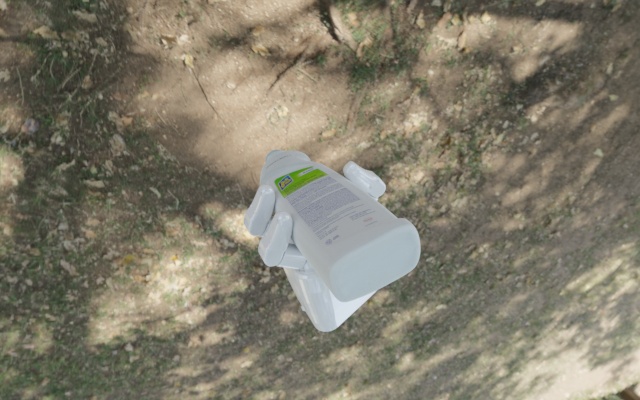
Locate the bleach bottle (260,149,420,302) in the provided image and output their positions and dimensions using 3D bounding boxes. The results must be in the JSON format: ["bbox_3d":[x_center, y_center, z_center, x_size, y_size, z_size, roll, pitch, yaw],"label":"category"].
[{"bbox_3d":[0.000,0.002,0.543,0.102,0.068,0.250,-25,38,-13],"label":"bleach bottle"}]
